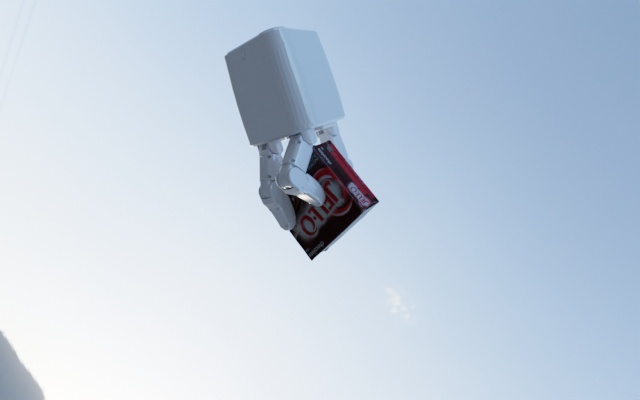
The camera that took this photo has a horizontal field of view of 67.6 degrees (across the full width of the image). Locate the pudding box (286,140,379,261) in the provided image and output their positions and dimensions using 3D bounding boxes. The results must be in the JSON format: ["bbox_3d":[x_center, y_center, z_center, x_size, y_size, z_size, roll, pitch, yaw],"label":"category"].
[{"bbox_3d":[0.000,0.002,0.540,0.039,0.090,0.113,-26,-16,-43],"label":"pudding box"}]
